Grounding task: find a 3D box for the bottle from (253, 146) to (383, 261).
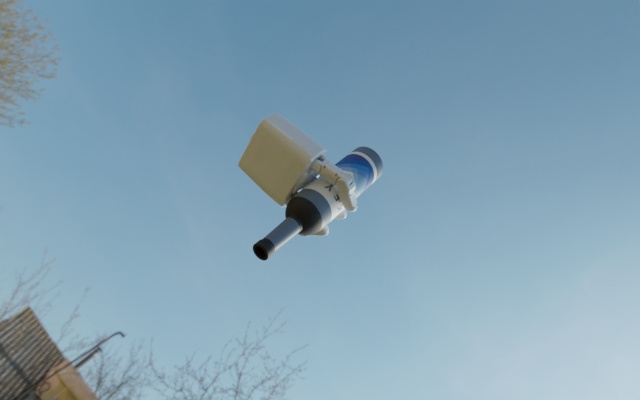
[{"bbox_3d":[0.000,0.002,0.751,0.069,0.069,0.295,0,28,39],"label":"bottle"}]
